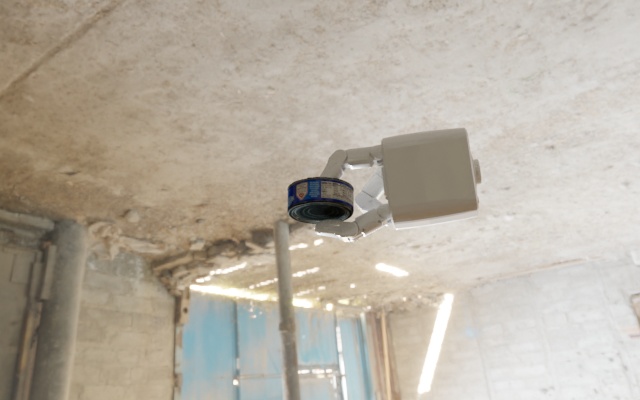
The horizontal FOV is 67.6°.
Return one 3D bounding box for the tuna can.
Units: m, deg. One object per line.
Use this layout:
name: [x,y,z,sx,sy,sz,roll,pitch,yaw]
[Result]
tuna can: [0.000,0.003,0.608,0.086,0.033,0.086,0,-21,0]
